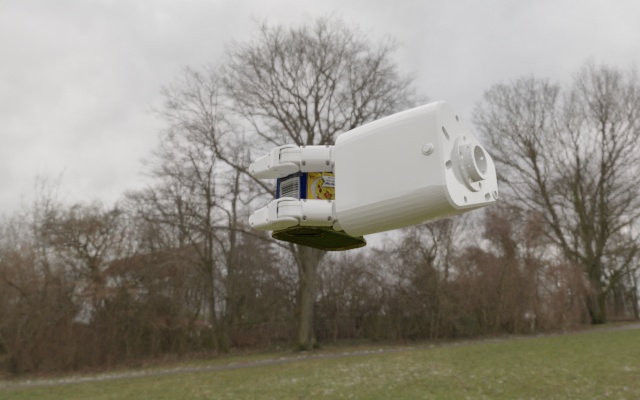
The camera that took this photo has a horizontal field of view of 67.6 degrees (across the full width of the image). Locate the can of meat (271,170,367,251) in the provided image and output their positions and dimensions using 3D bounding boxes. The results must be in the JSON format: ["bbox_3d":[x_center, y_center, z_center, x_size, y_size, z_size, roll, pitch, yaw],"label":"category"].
[{"bbox_3d":[0.000,0.001,0.495,0.102,0.084,0.057,18,-25,-42],"label":"can of meat"}]
